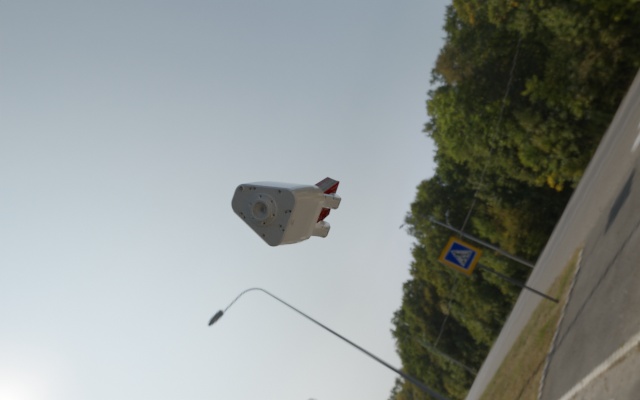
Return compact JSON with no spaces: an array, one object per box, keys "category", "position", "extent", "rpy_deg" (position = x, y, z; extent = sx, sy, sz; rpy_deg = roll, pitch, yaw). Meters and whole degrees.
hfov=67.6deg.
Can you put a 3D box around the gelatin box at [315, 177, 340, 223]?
[{"category":"gelatin box","position":[0.000,0.003,0.881],"extent":[0.030,0.073,0.089],"rpy_deg":[23,23,14]}]
